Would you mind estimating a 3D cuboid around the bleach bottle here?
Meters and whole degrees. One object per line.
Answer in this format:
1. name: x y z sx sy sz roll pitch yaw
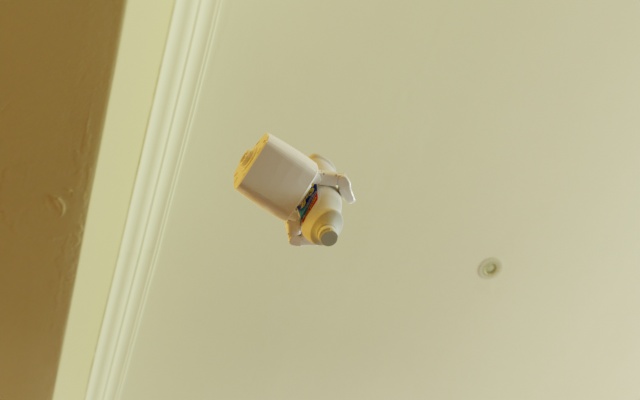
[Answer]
1. bleach bottle: 0.000 0.003 0.863 0.068 0.102 0.250 33 15 -21
